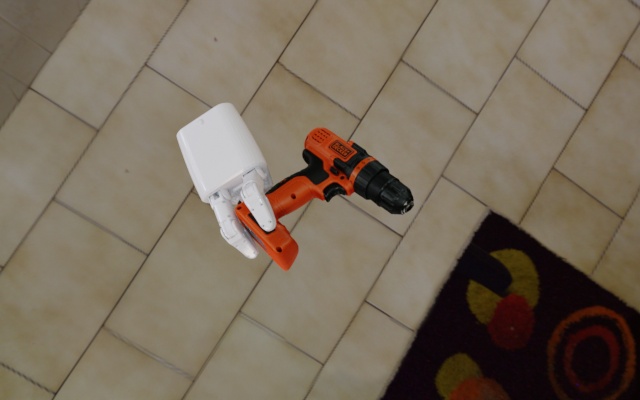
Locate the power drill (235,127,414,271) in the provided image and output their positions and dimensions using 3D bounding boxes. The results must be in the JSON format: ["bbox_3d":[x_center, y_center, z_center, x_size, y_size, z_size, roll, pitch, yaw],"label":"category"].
[{"bbox_3d":[0.000,0.002,0.617,0.184,0.187,0.057,39,-21,33],"label":"power drill"}]
